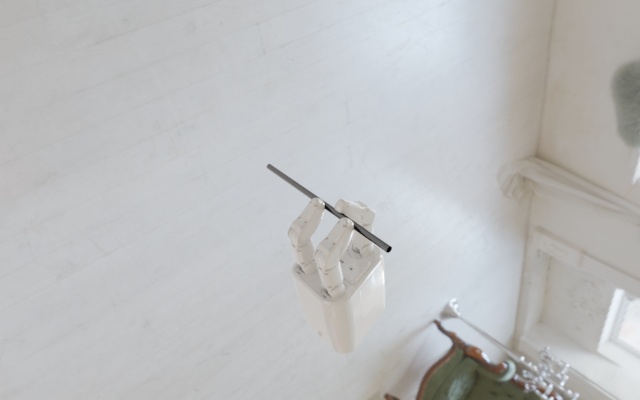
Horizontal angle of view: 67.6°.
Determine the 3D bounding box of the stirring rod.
[{"bbox_3d":[0.000,0.002,0.580,0.011,0.011,0.239,0,24,-41],"label":"stirring rod"}]
